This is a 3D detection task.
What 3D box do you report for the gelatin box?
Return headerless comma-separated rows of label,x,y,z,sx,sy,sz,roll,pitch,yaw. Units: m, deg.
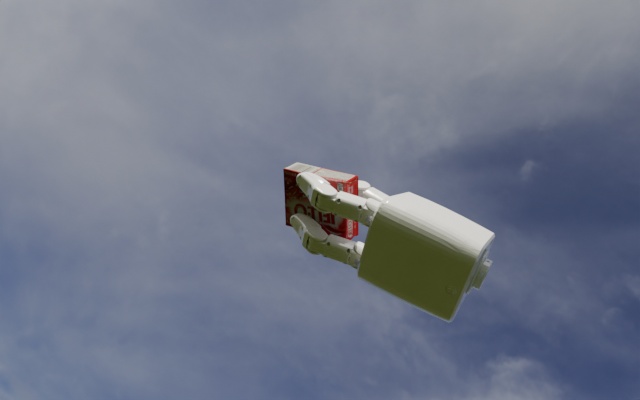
gelatin box,0.000,0.002,0.544,0.089,0.073,0.030,15,28,32
